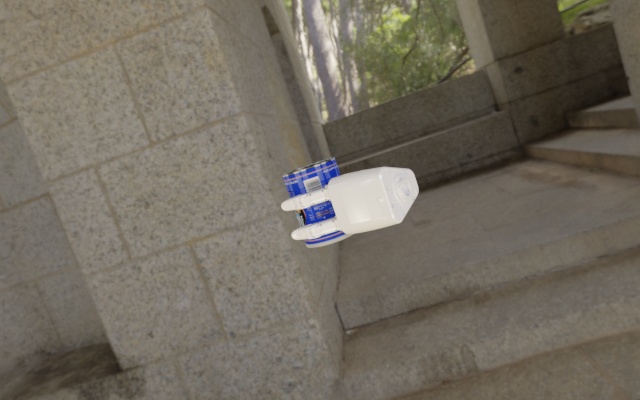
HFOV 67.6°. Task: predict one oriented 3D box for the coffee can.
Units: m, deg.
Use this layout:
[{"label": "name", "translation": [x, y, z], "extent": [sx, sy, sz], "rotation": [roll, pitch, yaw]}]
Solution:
[{"label": "coffee can", "translation": [0.000, 0.003, 0.872], "extent": [0.103, 0.140, 0.103], "rotation": [-19, 7, 2]}]
